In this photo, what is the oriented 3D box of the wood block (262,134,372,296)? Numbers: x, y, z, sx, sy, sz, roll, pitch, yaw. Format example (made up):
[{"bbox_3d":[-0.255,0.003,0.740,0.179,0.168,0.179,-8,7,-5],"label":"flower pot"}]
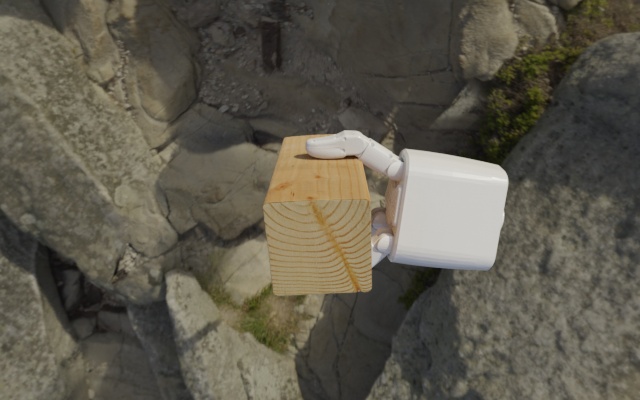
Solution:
[{"bbox_3d":[0.000,0.001,0.496,0.090,0.091,0.206,-3,22,2],"label":"wood block"}]
